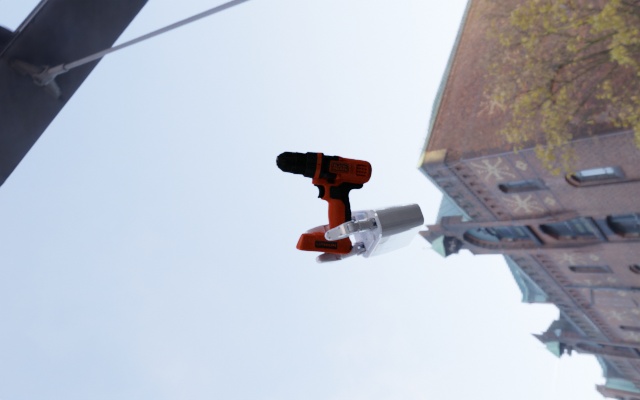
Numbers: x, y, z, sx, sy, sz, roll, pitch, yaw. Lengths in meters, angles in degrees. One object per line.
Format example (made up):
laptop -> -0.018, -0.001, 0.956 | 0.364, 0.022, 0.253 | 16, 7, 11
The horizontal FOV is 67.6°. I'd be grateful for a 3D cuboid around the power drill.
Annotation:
power drill -> 0.000, 0.003, 0.899 | 0.184, 0.187, 0.057 | 6, 0, -7
